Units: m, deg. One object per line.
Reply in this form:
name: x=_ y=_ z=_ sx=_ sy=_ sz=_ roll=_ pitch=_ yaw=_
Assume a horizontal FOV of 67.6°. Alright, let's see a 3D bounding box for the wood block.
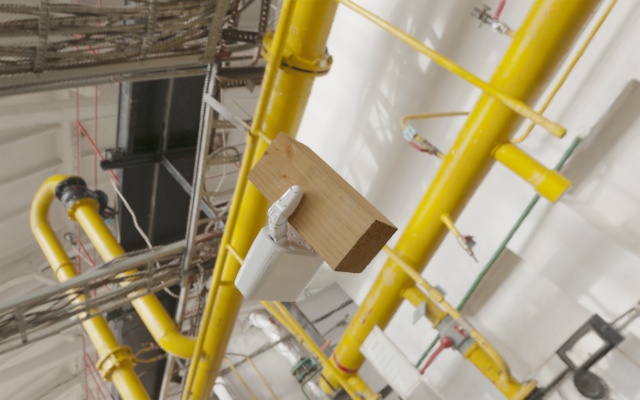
wood block: x=0.000 y=0.002 z=0.696 sx=0.206 sy=0.090 sz=0.091 roll=44 pitch=12 yaw=28
